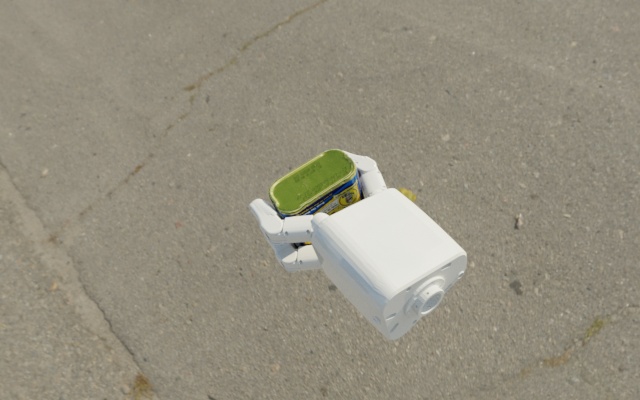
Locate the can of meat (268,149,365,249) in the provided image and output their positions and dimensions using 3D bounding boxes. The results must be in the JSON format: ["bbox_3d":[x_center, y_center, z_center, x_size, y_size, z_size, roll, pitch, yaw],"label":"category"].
[{"bbox_3d":[0.000,0.001,0.534,0.102,0.057,0.084,-33,-38,-9],"label":"can of meat"}]
